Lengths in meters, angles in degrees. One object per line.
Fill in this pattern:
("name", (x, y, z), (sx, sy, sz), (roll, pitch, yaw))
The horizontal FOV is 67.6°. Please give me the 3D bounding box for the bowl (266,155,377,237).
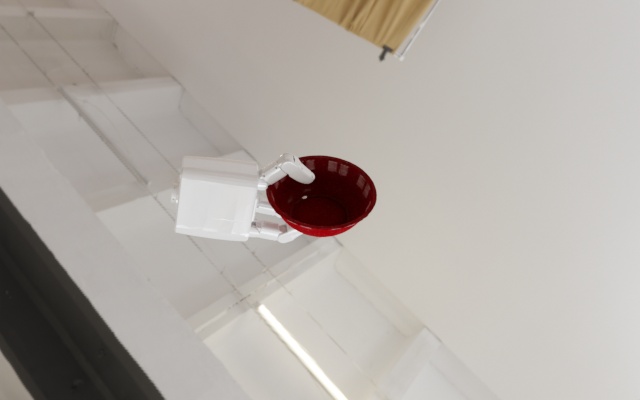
("bowl", (0.001, 0.003, 0.709), (0.162, 0.055, 0.162), (2, 43, -2))
